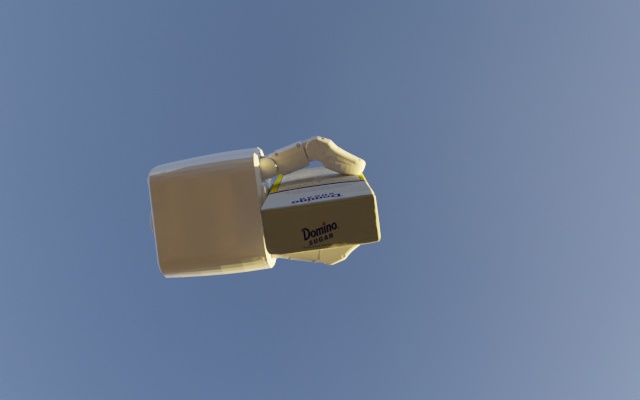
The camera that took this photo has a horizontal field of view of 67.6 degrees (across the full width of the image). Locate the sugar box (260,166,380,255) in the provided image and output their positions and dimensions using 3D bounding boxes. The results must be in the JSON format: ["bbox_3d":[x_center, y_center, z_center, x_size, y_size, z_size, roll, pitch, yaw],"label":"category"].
[{"bbox_3d":[0.000,0.002,0.456,0.093,0.048,0.176,-8,15,2],"label":"sugar box"}]
